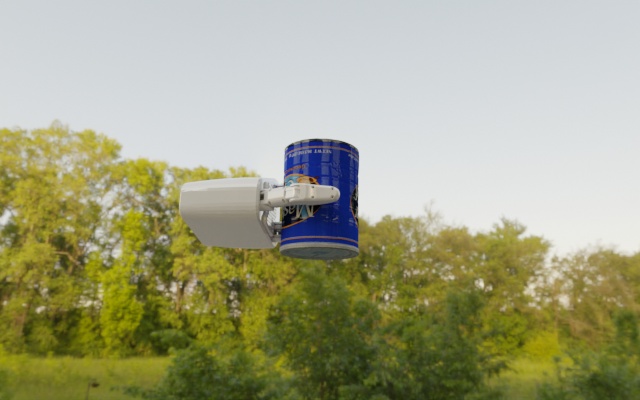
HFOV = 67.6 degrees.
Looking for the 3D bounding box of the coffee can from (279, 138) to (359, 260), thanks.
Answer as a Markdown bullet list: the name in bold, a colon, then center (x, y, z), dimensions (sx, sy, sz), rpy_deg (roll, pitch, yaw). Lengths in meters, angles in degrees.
- **coffee can**: center (0.000, 0.002, 0.632), dimensions (0.103, 0.140, 0.103), rpy_deg (1, -15, 0)
